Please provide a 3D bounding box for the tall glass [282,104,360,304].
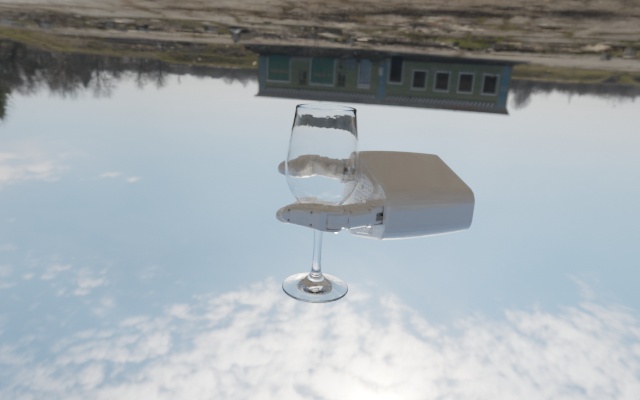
[{"bbox_3d":[0.000,0.002,0.506,0.079,0.201,0.079,3,16,-1],"label":"tall glass"}]
